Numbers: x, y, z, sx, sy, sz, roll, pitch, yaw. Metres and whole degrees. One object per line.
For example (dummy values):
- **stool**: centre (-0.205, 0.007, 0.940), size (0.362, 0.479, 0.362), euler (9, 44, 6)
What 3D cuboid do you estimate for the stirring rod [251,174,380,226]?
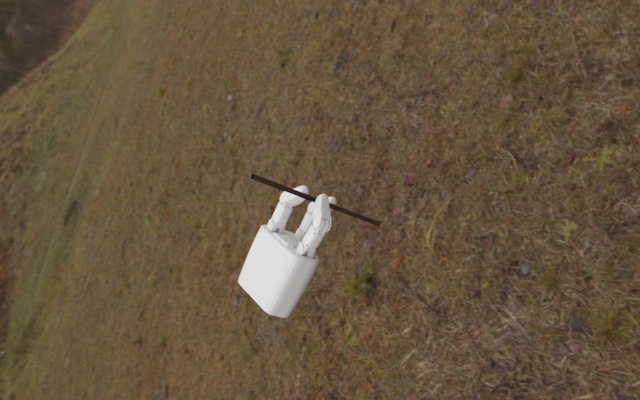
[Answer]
- **stirring rod**: centre (0.000, 0.003, 0.738), size (0.239, 0.011, 0.011), euler (21, -11, -30)
